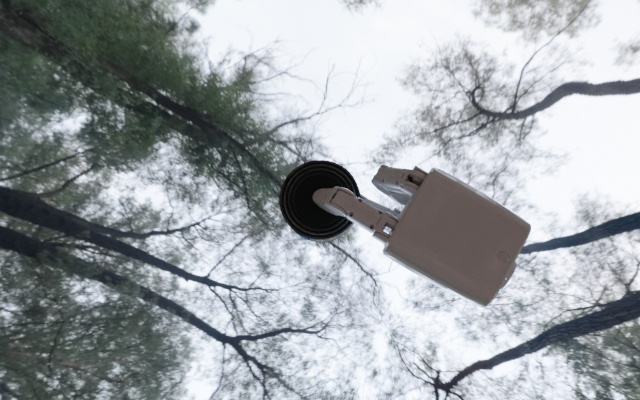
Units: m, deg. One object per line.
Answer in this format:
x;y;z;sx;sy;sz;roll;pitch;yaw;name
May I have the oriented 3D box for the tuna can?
0.000;0.002;0.517;0.086;0.086;0.034;0;-12;3;tuna can
